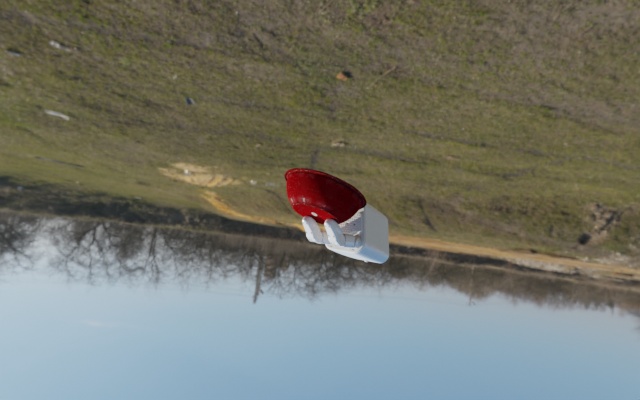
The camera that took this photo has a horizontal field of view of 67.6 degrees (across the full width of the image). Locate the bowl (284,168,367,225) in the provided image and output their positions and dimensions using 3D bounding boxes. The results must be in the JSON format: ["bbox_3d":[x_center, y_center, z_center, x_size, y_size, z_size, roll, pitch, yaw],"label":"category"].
[{"bbox_3d":[-0.001,0.003,0.879,0.162,0.055,0.162,19,-19,7],"label":"bowl"}]
